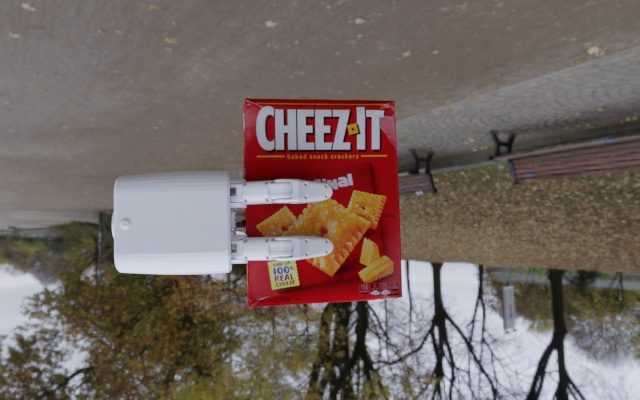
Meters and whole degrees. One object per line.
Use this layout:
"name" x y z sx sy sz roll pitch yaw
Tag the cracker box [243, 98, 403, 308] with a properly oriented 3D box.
"cracker box" 0.000 0.002 0.517 0.164 0.213 0.072 -1 -3 -9
